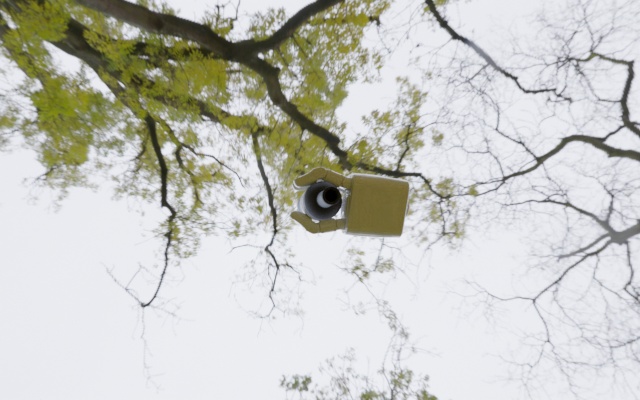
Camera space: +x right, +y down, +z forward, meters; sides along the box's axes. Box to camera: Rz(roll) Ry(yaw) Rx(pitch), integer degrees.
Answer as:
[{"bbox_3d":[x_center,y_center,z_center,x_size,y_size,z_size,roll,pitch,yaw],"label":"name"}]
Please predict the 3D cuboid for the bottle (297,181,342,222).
[{"bbox_3d":[0.000,0.003,0.853,0.069,0.069,0.296,0,-4,-6],"label":"bottle"}]
